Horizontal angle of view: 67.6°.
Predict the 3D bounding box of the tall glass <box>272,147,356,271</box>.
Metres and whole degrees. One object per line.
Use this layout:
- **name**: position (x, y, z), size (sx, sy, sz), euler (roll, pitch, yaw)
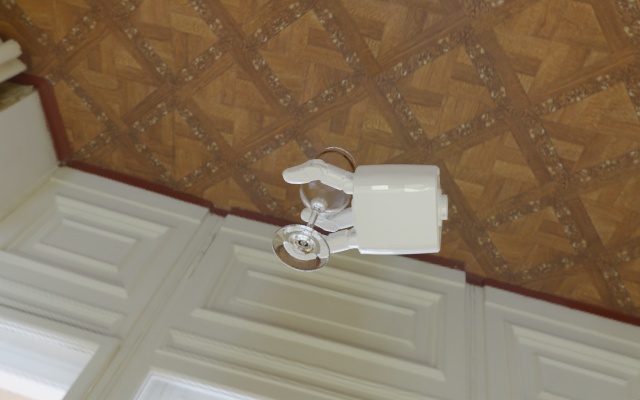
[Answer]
- **tall glass**: position (0.000, 0.003, 0.660), size (0.079, 0.079, 0.201), euler (0, 35, 17)
